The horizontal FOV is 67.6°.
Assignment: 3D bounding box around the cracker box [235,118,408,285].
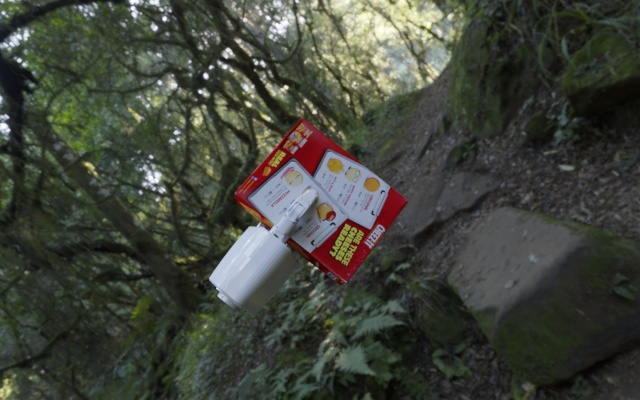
[{"bbox_3d":[0.000,0.002,0.749,0.213,0.164,0.072,39,-14,3],"label":"cracker box"}]
